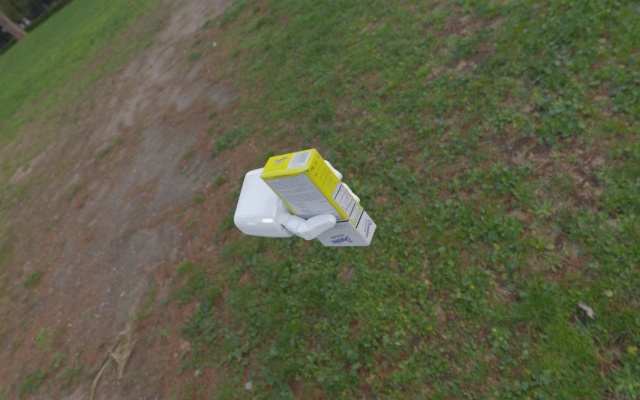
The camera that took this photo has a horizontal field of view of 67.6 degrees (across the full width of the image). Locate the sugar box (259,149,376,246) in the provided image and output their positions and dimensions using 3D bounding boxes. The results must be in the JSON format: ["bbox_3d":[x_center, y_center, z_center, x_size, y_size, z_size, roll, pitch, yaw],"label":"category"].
[{"bbox_3d":[0.000,0.002,0.715,0.093,0.048,0.176,-5,-40,40],"label":"sugar box"}]
